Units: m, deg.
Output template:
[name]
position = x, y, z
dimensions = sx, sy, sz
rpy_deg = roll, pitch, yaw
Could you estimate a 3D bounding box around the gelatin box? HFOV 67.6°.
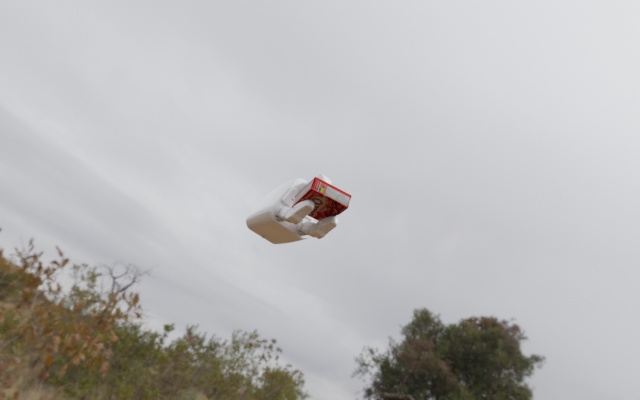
[gelatin box]
position = 0.000, 0.002, 0.827
dimensions = 0.073, 0.030, 0.089
rpy_deg = 28, -32, -15
